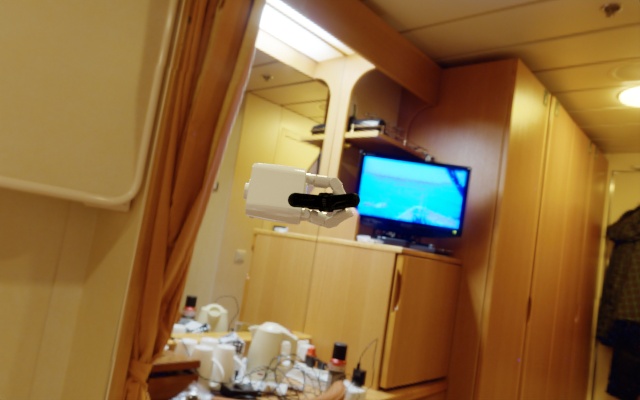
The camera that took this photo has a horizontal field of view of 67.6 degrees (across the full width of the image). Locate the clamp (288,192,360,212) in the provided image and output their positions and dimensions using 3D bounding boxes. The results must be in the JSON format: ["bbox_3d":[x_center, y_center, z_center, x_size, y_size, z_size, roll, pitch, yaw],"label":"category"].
[{"bbox_3d":[0.000,0.002,0.864,0.120,0.039,0.171,7,-6,-5],"label":"clamp"}]
